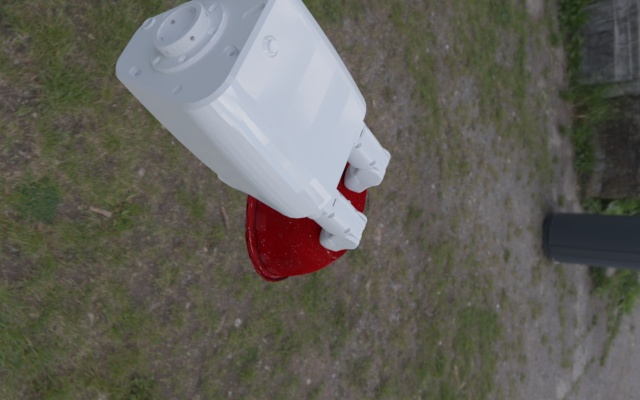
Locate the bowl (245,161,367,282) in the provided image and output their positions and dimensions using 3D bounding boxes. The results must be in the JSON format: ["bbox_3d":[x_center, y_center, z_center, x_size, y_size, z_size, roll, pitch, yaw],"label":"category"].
[{"bbox_3d":[0.001,0.002,0.429,0.055,0.162,0.162,13,5,23],"label":"bowl"}]
